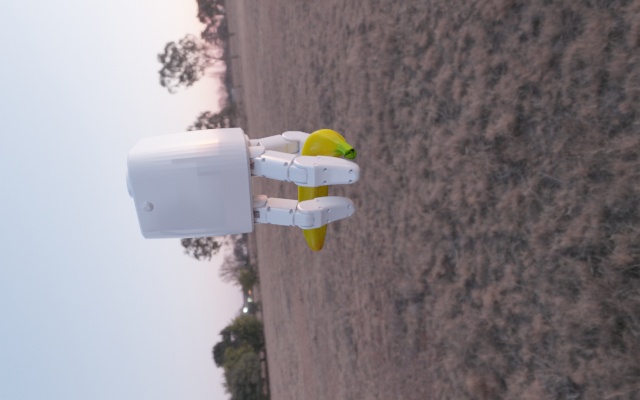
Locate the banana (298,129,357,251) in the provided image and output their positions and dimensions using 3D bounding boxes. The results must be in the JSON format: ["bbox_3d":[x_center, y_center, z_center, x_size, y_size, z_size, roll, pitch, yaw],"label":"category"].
[{"bbox_3d":[-0.003,-0.016,0.522,0.037,0.069,0.198,-6,-31,-12],"label":"banana"}]
